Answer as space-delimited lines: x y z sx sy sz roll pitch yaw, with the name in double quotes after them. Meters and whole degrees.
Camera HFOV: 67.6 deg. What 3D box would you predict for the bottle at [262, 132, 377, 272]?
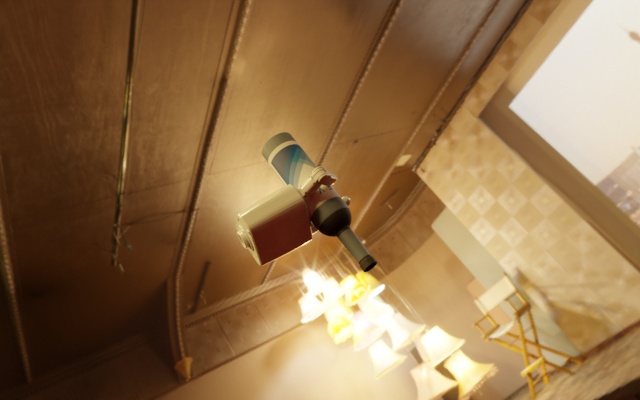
0.000 0.003 0.838 0.069 0.295 0.069 -30 -25 -16 "bottle"
